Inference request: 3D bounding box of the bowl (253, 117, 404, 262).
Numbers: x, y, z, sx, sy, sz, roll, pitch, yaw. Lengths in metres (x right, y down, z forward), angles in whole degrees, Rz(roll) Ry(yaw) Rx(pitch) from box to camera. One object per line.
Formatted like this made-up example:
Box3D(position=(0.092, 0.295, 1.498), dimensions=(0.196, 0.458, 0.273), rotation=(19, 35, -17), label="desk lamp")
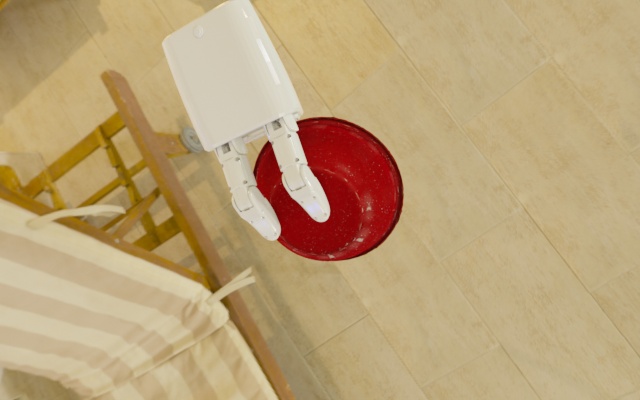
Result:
Box3D(position=(0.001, 0.003, 0.476), dimensions=(0.162, 0.162, 0.055), rotation=(0, 22, 13), label="bowl")
